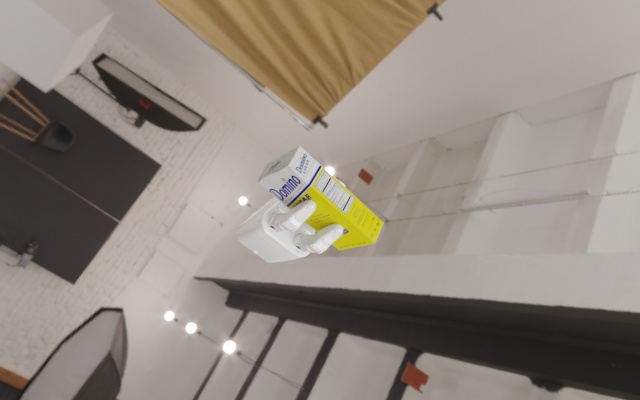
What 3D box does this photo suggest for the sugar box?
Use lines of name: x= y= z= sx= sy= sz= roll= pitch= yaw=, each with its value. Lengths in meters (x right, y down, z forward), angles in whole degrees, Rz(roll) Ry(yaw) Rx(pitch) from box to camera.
sugar box: x=0.000 y=0.003 z=0.701 sx=0.176 sy=0.048 sz=0.093 roll=39 pitch=-31 yaw=-21
